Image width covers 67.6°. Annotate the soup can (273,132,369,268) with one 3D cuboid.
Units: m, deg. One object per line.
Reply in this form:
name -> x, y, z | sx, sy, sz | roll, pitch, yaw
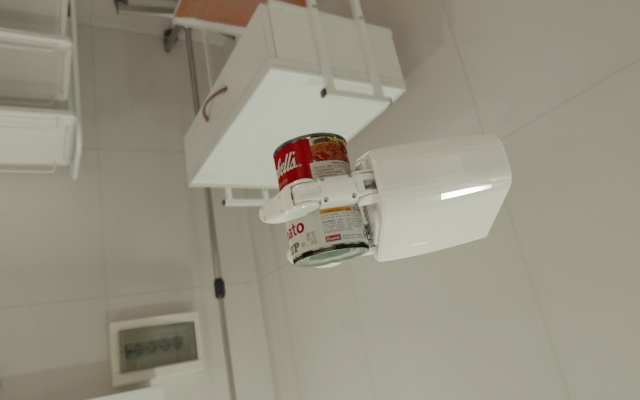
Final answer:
soup can -> 0.000, 0.002, 0.419 | 0.068, 0.102, 0.068 | -11, -17, -3
